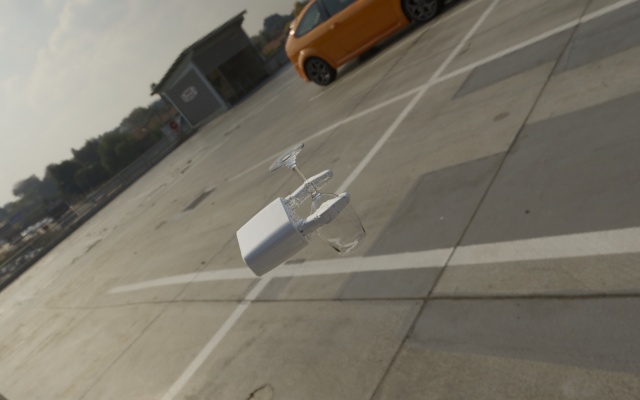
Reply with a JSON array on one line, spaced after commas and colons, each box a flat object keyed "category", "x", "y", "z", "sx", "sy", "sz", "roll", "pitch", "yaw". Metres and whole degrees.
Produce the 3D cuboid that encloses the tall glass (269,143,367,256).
[{"category": "tall glass", "x": 0.000, "y": 0.002, "z": 0.826, "sx": 0.079, "sy": 0.201, "sz": 0.079, "roll": -34, "pitch": 17, "yaw": 12}]
